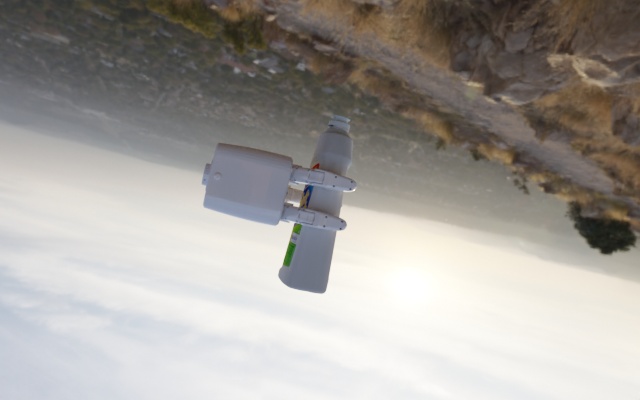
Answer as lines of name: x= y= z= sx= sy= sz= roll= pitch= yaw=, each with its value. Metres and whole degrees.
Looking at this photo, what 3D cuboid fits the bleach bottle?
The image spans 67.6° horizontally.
bleach bottle: x=0.000 y=0.002 z=0.697 sx=0.068 sy=0.251 sz=0.102 roll=13 pitch=-2 yaw=-12
